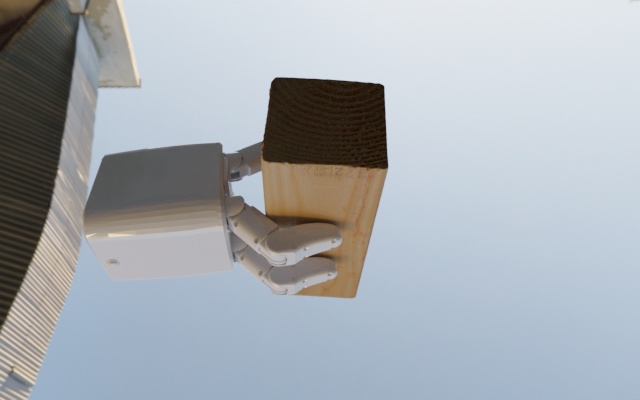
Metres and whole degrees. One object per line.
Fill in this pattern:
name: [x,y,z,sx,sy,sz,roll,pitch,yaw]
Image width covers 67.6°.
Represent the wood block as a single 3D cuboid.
wood block: [0.000,0.001,0.429,0.090,0.090,0.206,3,-36,-1]
